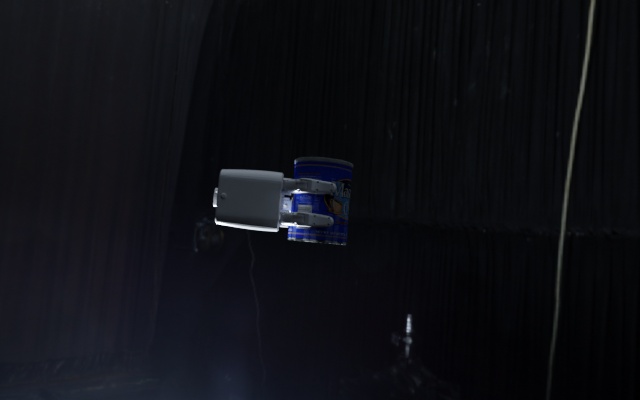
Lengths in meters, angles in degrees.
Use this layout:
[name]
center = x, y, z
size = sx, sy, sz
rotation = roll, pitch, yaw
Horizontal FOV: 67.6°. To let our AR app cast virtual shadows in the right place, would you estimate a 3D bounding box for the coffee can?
[coffee can]
center = 0.000, 0.003, 0.829
size = 0.103, 0.140, 0.103
rotation = 5, -5, 0
